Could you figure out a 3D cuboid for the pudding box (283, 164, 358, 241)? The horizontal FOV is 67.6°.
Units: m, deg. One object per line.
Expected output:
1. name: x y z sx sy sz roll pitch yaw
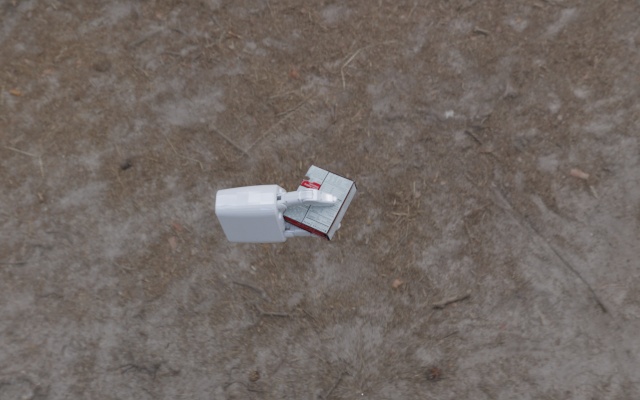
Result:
1. pudding box: 0.000 0.003 0.832 0.090 0.113 0.039 23 -16 18
